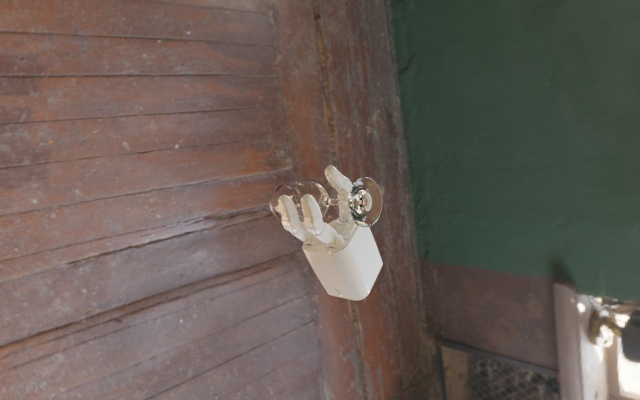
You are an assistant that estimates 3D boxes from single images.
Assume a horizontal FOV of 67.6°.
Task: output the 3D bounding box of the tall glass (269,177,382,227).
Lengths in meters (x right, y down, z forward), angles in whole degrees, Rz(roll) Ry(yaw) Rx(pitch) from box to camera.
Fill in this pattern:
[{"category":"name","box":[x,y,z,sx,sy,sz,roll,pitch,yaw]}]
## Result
[{"category":"tall glass","box":[0.001,0.002,0.777,0.079,0.079,0.201,0,1,-43]}]
